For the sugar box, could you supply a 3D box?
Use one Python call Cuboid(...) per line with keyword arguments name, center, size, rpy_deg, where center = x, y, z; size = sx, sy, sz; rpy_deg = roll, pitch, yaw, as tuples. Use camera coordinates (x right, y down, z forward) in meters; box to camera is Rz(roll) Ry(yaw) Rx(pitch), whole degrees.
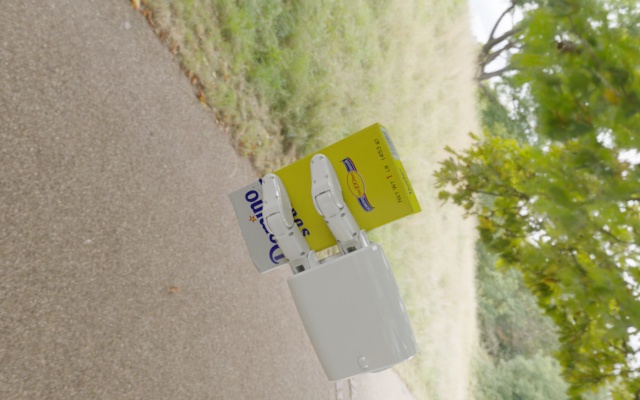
Cuboid(name="sugar box", center=(0.000, 0.002, 0.478), size=(0.176, 0.093, 0.048), rpy_deg=(-24, -7, 19))
